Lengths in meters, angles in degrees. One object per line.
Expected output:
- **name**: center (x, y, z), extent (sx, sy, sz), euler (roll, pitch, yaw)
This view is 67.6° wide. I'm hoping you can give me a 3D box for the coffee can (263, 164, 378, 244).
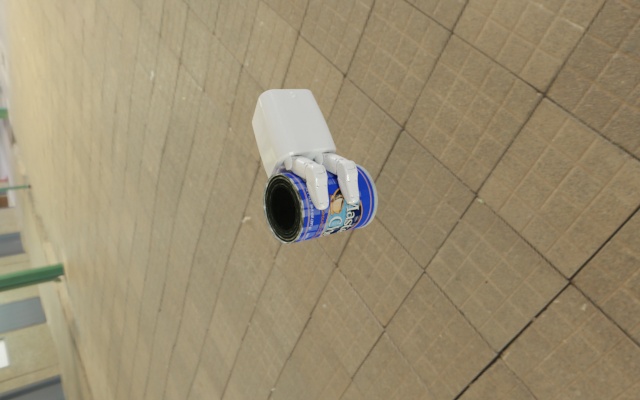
- **coffee can**: center (0.000, 0.003, 0.714), extent (0.140, 0.103, 0.103), euler (-10, 6, -37)
